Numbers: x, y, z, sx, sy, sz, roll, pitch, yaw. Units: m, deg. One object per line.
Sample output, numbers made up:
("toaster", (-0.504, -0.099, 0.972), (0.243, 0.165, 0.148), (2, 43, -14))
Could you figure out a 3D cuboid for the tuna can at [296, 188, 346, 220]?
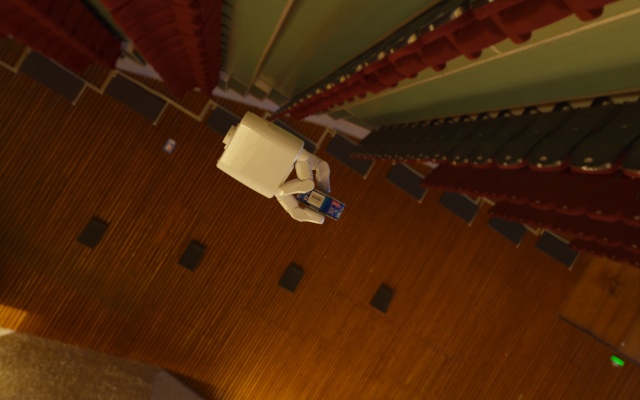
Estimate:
("tuna can", (0.000, 0.003, 0.853), (0.086, 0.034, 0.086), (26, -1, 0))
